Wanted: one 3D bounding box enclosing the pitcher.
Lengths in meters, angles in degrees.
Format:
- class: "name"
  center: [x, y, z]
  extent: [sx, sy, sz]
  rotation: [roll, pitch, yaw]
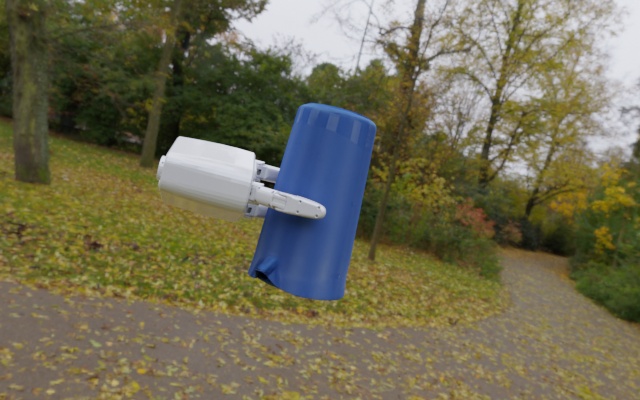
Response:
- class: "pitcher"
  center: [0.000, 0.002, 0.648]
  extent: [0.145, 0.243, 0.149]
  rotation: [14, 3, -11]
